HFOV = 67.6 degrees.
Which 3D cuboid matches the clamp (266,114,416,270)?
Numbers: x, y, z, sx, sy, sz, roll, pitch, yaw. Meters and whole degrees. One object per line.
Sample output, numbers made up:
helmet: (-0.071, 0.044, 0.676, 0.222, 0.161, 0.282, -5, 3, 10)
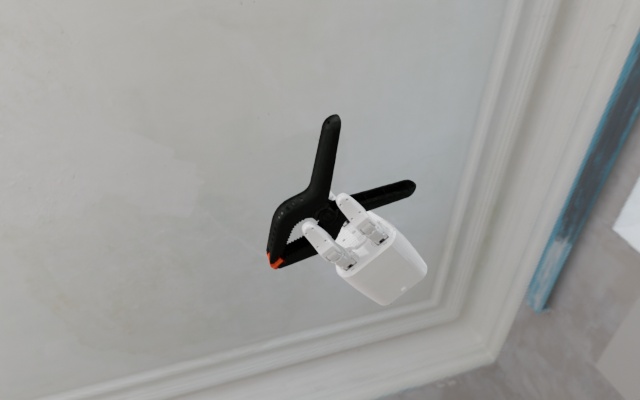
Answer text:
clamp: (0.000, 0.002, 0.598, 0.165, 0.210, 0.036, 44, 11, -35)
